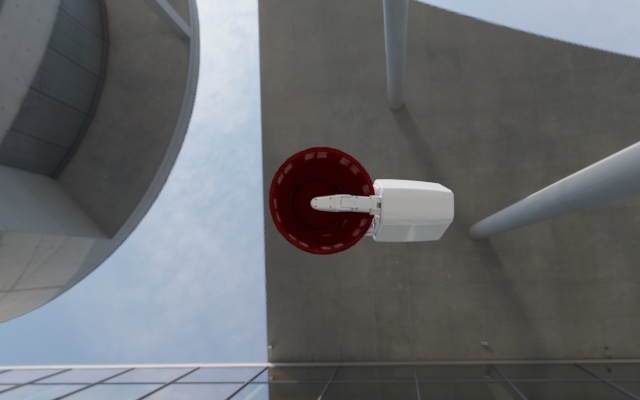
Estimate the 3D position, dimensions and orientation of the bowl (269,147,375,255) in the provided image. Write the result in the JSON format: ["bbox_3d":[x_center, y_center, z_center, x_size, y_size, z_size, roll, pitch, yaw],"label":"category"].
[{"bbox_3d":[-0.001,0.002,0.731,0.162,0.162,0.055,0,-7,-10],"label":"bowl"}]
